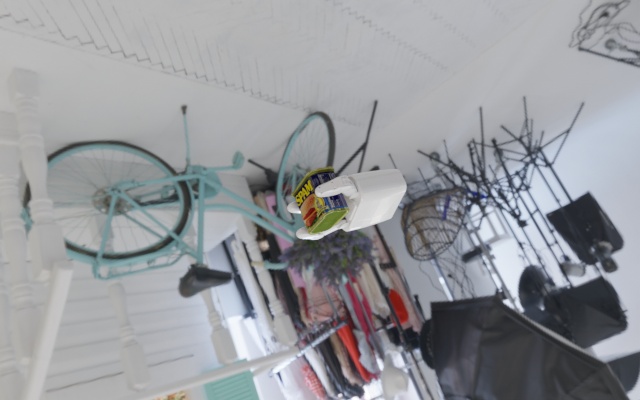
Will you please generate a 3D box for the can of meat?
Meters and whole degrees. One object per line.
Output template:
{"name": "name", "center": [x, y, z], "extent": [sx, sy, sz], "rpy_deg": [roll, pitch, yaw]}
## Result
{"name": "can of meat", "center": [0.000, 0.003, 0.845], "extent": [0.057, 0.084, 0.102], "rpy_deg": [-10, -22, -31]}
